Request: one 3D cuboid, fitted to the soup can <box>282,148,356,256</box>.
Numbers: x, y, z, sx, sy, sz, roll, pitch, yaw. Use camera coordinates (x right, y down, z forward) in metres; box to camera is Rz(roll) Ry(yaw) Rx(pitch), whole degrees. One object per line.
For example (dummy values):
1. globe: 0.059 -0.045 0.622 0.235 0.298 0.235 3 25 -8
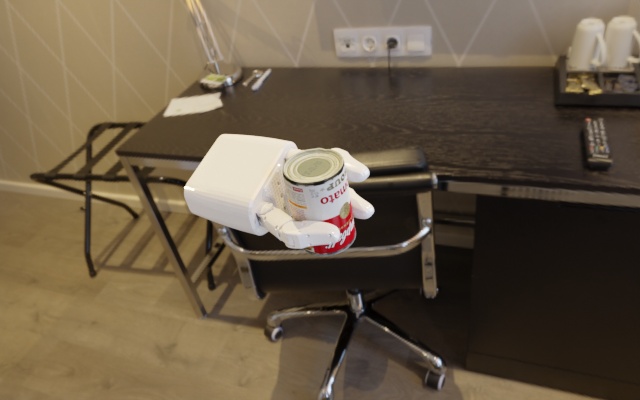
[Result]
1. soup can: 0.000 0.002 0.527 0.068 0.102 0.068 -7 38 5
